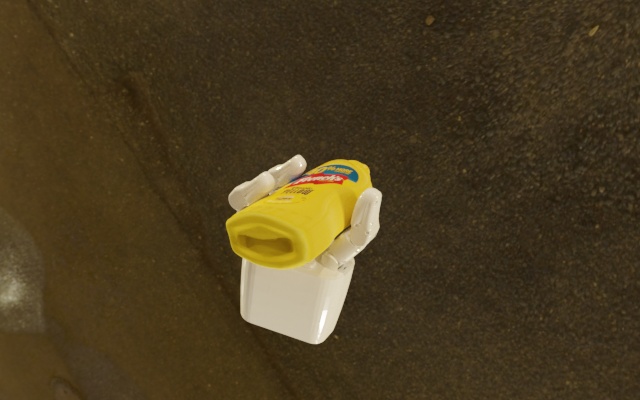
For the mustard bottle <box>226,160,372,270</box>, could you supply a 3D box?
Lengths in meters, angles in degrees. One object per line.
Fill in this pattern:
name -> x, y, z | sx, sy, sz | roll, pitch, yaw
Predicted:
mustard bottle -> 0.000, 0.001, 0.494 | 0.096, 0.058, 0.191 | 1, 23, 35
